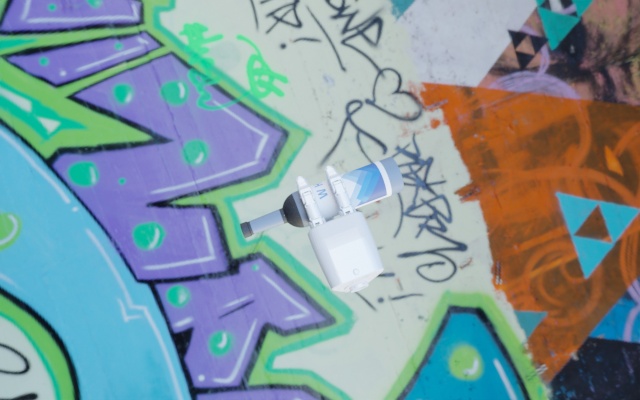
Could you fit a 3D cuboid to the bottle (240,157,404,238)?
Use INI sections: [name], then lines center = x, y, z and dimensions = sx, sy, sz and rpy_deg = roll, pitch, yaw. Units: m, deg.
[bottle]
center = 0.000, 0.003, 0.853
dimensions = 0.295, 0.069, 0.069
rpy_deg = -20, 2, -5
